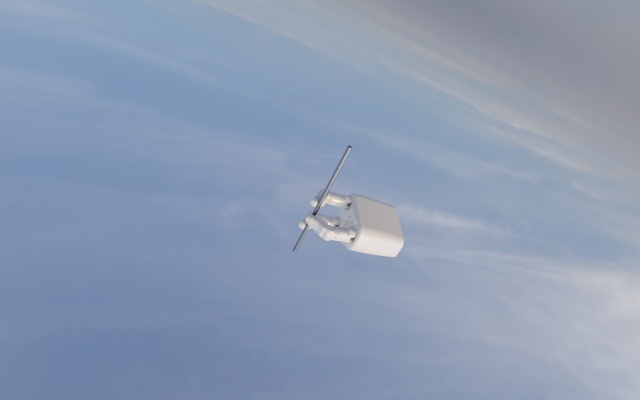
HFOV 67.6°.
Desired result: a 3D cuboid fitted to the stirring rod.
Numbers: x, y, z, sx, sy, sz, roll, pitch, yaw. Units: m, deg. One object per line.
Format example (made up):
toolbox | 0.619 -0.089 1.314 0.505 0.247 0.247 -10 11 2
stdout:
stirring rod | 0.000 0.003 0.871 0.011 0.240 0.011 22 27 -12
